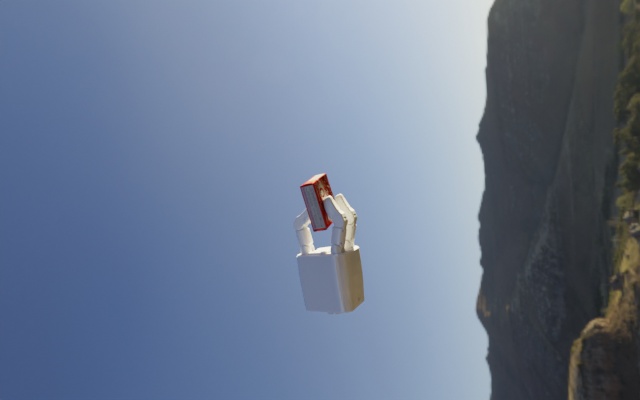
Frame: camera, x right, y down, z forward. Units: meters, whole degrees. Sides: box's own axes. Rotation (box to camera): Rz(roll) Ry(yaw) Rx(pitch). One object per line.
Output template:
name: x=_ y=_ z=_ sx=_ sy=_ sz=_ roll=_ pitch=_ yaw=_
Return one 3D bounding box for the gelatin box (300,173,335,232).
gelatin box: x=0.000 y=0.003 z=0.866 sx=0.030 sy=0.089 sz=0.073 roll=-12 pitch=12 yaw=24
